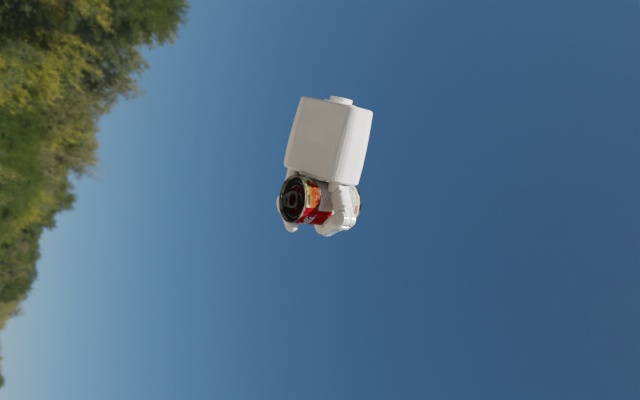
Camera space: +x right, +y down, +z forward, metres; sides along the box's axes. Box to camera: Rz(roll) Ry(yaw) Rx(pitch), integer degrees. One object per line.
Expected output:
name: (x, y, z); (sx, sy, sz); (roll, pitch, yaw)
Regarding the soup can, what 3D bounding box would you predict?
soup can: (0.000, 0.003, 0.695); (0.102, 0.068, 0.068); (6, -4, -36)
